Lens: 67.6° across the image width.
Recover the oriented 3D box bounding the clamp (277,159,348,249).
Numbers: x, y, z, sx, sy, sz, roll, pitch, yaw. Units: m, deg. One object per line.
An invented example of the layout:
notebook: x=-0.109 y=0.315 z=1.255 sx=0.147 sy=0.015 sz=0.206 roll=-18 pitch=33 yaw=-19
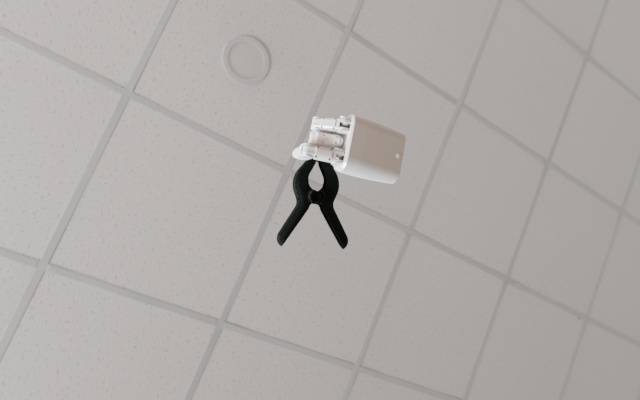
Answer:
clamp: x=0.000 y=0.002 z=0.804 sx=0.120 sy=0.171 sz=0.039 roll=13 pitch=-3 yaw=-18
